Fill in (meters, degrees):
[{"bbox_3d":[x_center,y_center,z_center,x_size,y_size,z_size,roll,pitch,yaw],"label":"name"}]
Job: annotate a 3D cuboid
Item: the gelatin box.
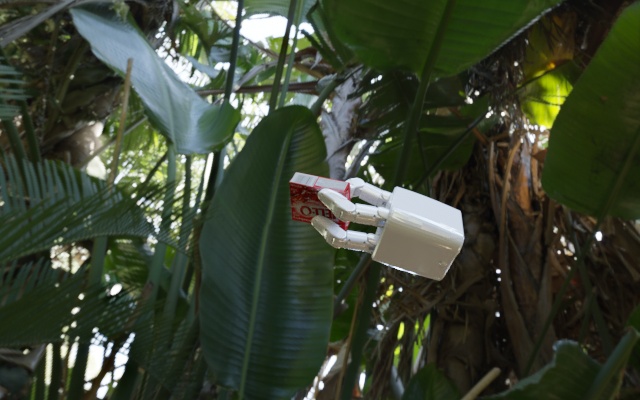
[{"bbox_3d":[0.000,0.002,0.711,0.089,0.073,0.030,12,41,17],"label":"gelatin box"}]
